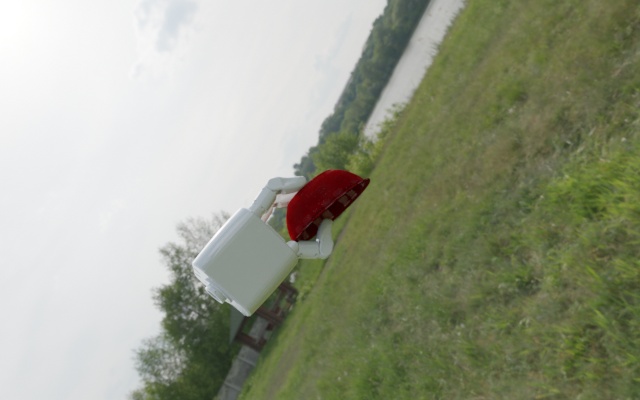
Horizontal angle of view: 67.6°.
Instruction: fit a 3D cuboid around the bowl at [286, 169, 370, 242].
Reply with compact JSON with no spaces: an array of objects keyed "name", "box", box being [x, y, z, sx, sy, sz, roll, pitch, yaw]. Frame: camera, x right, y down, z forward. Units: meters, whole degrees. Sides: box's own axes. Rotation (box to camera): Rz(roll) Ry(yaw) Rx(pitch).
[{"name":"bowl","box":[0.001,0.001,0.742,0.162,0.055,0.162,-40,-10,-8]}]
